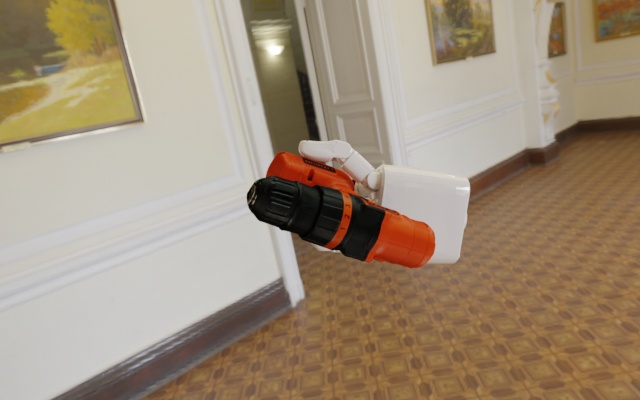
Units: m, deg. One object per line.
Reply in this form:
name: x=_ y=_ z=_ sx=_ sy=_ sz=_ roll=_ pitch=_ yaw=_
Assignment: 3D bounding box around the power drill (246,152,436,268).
power drill: x=0.000 y=0.001 z=0.483 sx=0.184 sy=0.057 sz=0.187 roll=20 pitch=11 yaw=-24
